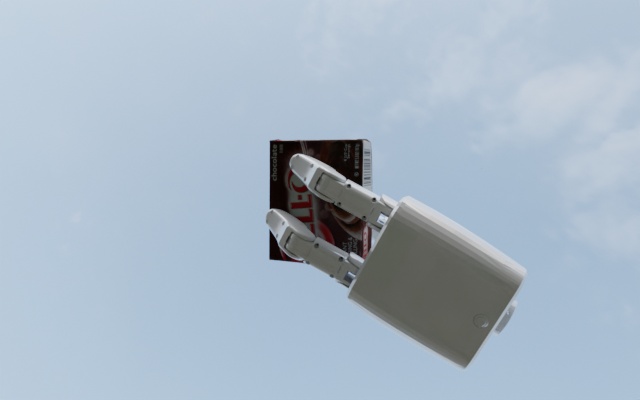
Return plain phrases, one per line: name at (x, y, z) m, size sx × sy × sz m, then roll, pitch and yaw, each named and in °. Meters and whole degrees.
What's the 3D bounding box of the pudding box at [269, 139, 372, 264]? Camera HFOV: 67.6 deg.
pudding box at (0.000, 0.001, 0.431) m, size 0.090 × 0.113 × 0.039 m, roll 2°, pitch 3°, yaw 22°
